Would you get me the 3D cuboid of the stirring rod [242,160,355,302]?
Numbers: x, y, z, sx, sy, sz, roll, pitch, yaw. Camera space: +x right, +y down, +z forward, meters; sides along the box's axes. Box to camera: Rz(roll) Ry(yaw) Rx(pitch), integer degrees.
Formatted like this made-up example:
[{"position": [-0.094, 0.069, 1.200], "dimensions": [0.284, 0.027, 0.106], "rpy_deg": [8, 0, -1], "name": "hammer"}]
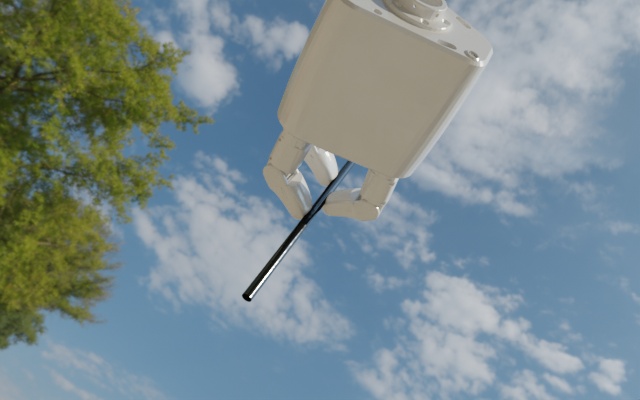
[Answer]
[{"position": [0.000, 0.001, 0.422], "dimensions": [0.011, 0.011, 0.239], "rpy_deg": [0, 34, 32], "name": "stirring rod"}]
